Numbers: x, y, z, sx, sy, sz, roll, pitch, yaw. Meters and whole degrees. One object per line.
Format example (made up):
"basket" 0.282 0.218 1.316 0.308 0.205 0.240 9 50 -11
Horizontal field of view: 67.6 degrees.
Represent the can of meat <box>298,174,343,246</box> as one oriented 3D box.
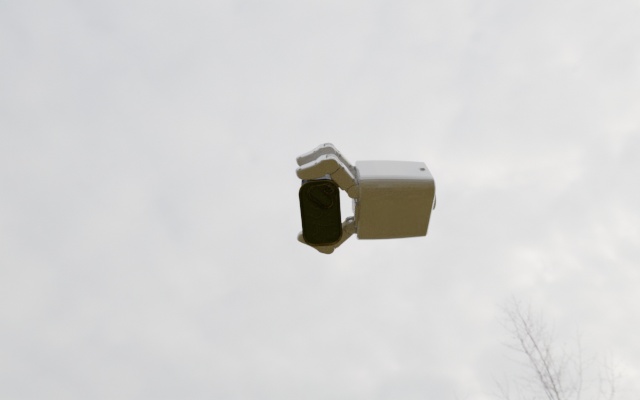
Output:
"can of meat" 0.000 0.002 0.702 0.057 0.102 0.084 -4 25 1
